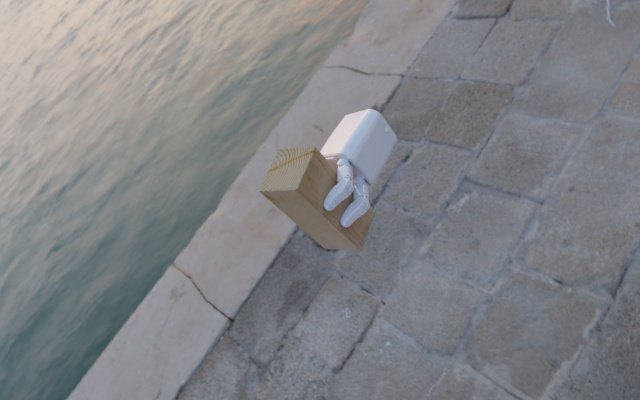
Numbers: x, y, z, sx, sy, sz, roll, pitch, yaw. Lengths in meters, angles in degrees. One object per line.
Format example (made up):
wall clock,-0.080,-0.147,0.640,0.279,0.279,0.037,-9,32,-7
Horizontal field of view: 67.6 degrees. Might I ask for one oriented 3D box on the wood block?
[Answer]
wood block,0.000,0.002,0.854,0.091,0.090,0.206,0,-32,40
